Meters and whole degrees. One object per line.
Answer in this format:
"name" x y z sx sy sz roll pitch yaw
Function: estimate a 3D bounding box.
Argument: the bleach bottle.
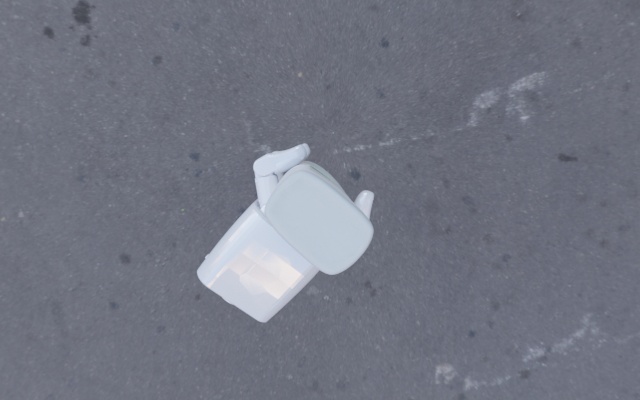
"bleach bottle" 0.000 0.002 0.549 0.102 0.068 0.251 42 7 -4
